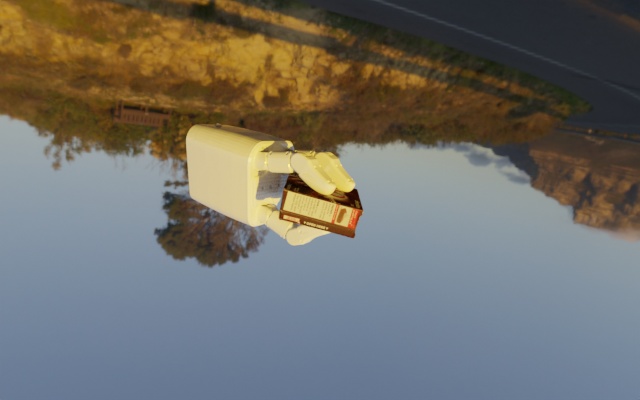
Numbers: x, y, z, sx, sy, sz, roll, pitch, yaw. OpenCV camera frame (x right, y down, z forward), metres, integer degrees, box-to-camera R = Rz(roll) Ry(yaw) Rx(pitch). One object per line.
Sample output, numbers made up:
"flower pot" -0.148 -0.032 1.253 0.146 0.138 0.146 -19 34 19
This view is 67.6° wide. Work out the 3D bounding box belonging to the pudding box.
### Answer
"pudding box" 0.000 0.002 0.562 0.090 0.039 0.113 14 15 -3
